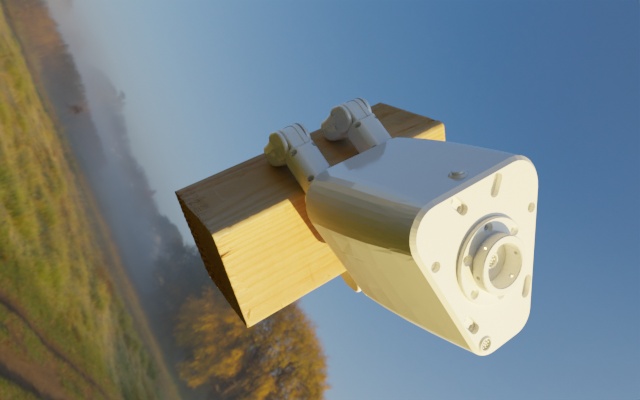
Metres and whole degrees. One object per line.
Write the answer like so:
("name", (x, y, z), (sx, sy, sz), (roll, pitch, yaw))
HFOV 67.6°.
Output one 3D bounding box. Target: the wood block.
("wood block", (0.000, 0.002, 0.403), (0.206, 0.091, 0.090), (-26, 33, -22))
